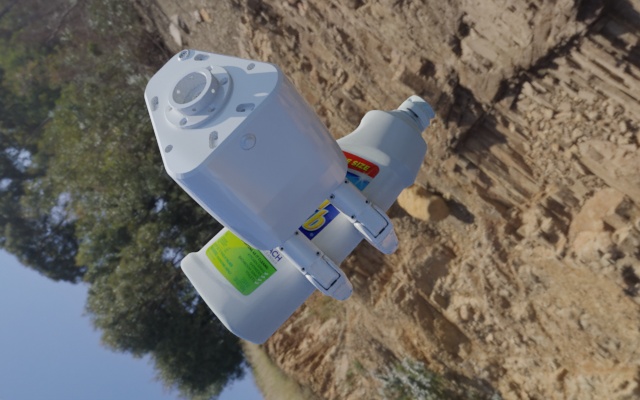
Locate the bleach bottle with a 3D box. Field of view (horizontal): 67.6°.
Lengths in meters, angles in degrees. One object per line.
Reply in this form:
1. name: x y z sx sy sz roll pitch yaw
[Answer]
1. bleach bottle: 0.000 0.001 0.423 0.102 0.251 0.068 41 -6 34
